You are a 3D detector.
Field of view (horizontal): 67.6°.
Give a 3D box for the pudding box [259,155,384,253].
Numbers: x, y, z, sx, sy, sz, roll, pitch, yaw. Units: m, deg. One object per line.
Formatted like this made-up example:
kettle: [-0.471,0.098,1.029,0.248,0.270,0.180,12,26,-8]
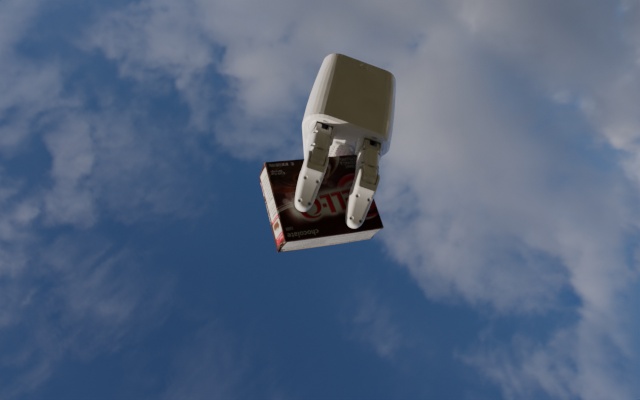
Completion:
pudding box: [0.000,0.002,0.504,0.113,0.090,0.039,-8,-24,-21]
